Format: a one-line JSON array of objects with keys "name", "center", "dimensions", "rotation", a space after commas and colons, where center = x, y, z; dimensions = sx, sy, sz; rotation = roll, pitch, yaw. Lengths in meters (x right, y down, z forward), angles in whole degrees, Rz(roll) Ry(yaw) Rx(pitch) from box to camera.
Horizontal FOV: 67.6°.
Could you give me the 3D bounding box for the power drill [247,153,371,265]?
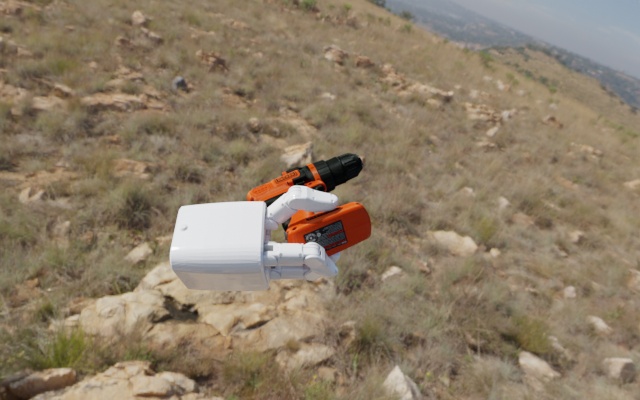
[{"name": "power drill", "center": [0.000, 0.002, 0.659], "dimensions": [0.184, 0.057, 0.187], "rotation": [-24, 28, -8]}]
